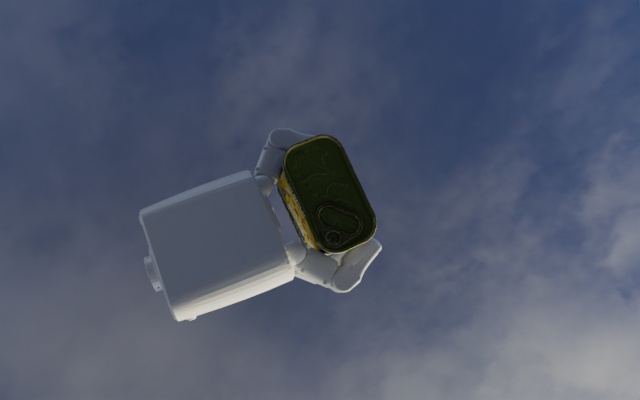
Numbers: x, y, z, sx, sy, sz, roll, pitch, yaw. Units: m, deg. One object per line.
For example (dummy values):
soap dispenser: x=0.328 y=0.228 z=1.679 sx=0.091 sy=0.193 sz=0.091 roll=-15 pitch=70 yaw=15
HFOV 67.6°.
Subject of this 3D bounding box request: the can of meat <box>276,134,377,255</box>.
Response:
can of meat: x=0.000 y=0.001 z=0.447 sx=0.057 sy=0.102 sz=0.084 roll=-24 pitch=-6 yaw=-15
